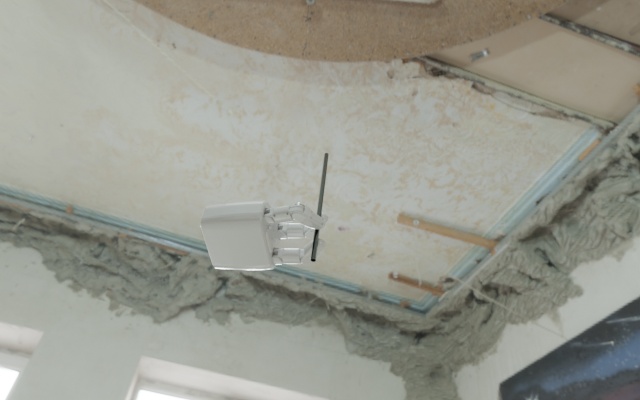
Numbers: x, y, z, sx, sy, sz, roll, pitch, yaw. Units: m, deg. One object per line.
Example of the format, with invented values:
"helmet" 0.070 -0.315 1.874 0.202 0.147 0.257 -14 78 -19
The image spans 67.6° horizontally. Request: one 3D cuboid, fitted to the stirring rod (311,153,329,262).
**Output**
"stirring rod" 0.000 0.003 0.807 0.011 0.239 0.011 4 -42 4
